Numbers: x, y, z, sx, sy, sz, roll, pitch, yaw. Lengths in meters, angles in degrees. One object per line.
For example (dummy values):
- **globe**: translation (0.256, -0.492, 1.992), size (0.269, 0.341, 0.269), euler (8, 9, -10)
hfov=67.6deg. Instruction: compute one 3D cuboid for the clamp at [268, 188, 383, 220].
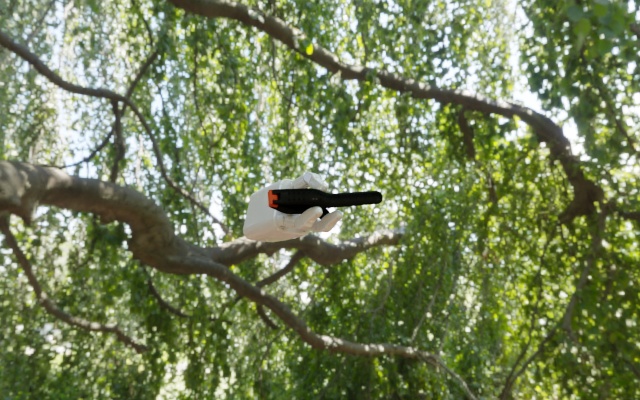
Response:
- **clamp**: translation (-0.001, 0.002, 0.880), size (0.210, 0.036, 0.164), euler (11, -24, -44)
